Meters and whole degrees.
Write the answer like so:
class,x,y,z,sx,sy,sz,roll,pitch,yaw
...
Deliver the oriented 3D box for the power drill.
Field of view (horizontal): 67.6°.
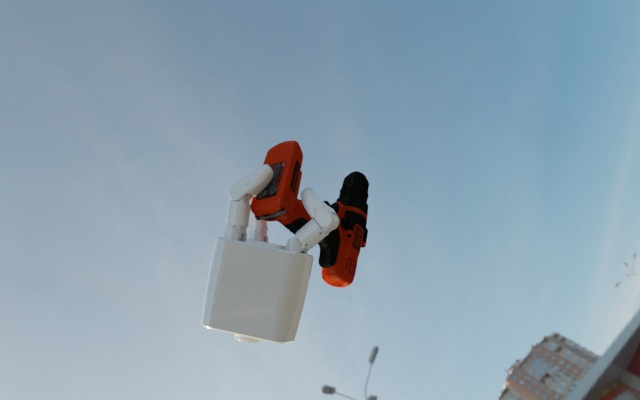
class,x,y,z,sx,sy,sz,roll,pitch,yaw
power drill,0.000,0.002,0.648,0.057,0.184,0.188,-15,-40,37
